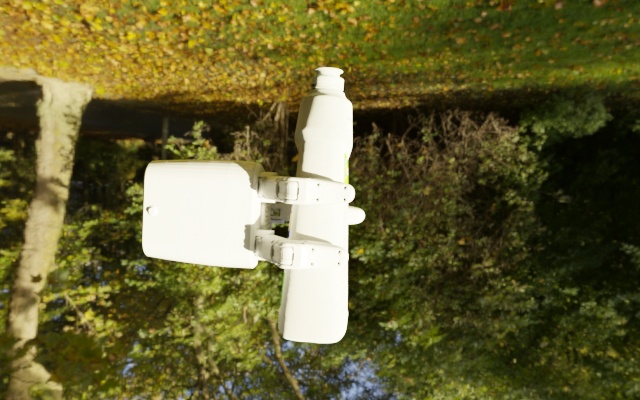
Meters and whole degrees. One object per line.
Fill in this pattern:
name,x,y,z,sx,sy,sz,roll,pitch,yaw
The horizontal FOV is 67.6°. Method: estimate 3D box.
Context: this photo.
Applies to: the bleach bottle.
bleach bottle,0.000,0.002,0.467,0.068,0.251,0.102,4,3,2
